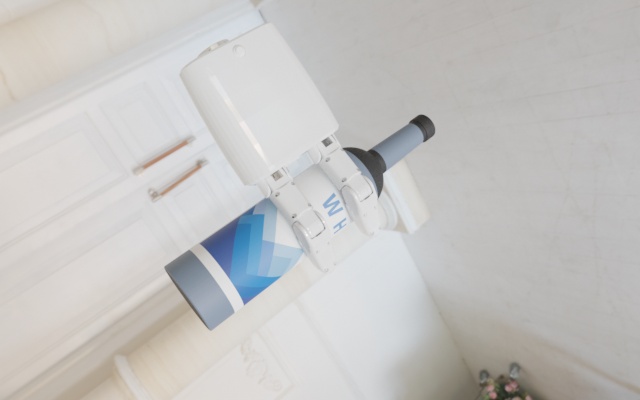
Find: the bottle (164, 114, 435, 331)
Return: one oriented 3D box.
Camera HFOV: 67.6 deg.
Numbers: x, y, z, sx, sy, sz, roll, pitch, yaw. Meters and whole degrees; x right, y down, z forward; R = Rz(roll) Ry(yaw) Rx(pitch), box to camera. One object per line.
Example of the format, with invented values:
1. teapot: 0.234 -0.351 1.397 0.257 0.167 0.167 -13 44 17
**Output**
1. bottle: 0.000 0.002 0.449 0.295 0.069 0.069 -36 15 -21
